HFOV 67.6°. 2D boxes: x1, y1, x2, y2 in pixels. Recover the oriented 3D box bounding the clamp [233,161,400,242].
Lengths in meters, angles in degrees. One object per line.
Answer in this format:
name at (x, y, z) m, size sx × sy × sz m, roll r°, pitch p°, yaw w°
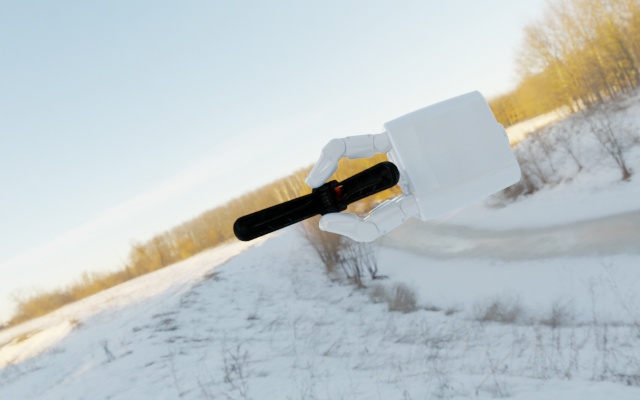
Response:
clamp at (0.000, 0.001, 0.525) m, size 0.164 × 0.036 × 0.210 m, roll -20°, pitch -1°, yaw 4°
